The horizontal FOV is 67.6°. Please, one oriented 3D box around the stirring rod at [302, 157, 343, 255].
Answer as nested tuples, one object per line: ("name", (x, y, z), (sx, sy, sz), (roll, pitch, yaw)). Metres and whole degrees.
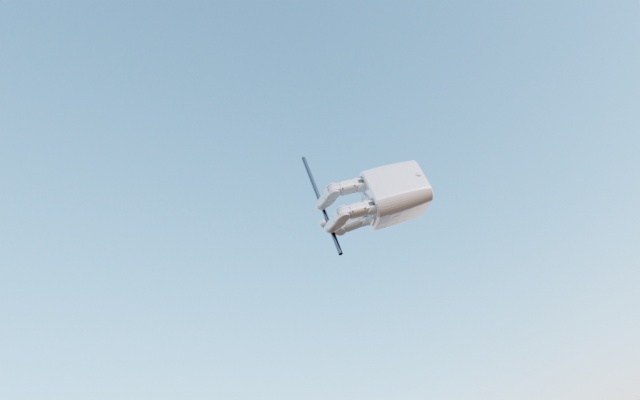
("stirring rod", (0.000, 0.003, 0.889), (0.011, 0.239, 0.011), (-13, -38, -11))
